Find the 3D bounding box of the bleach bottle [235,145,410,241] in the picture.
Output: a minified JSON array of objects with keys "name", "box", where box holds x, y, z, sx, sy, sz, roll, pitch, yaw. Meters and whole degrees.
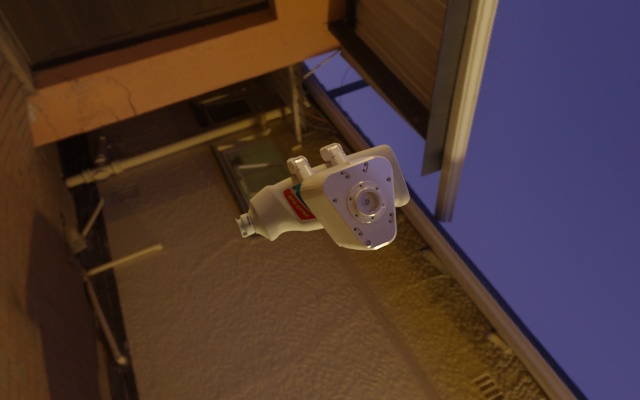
[{"name":"bleach bottle","box":[0.000,0.002,0.708,0.251,0.102,0.068,-22,3,-13]}]
